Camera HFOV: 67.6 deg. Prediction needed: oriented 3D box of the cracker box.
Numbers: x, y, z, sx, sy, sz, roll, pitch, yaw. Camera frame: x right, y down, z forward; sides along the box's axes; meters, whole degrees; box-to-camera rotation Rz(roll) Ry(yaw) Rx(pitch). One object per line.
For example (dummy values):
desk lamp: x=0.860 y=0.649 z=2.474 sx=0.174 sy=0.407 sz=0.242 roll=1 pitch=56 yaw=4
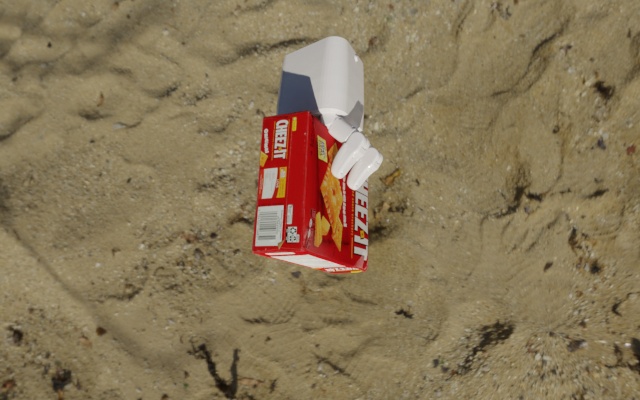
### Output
cracker box: x=0.000 y=0.002 z=0.623 sx=0.072 sy=0.164 sz=0.214 roll=-4 pitch=-15 yaw=25
